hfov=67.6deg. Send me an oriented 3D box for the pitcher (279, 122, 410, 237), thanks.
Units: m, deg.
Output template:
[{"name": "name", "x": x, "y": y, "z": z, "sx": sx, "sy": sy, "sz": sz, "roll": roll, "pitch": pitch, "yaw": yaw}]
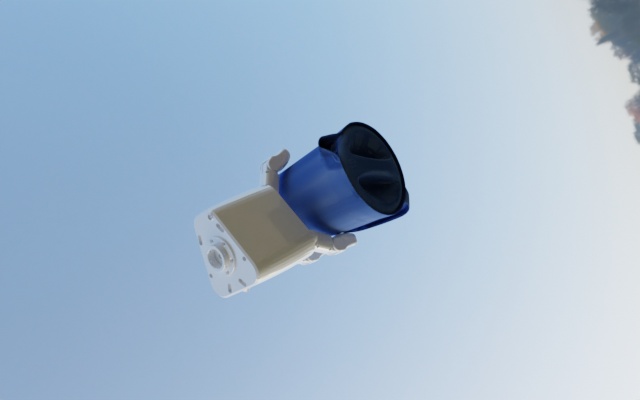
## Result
[{"name": "pitcher", "x": 0.000, "y": 0.002, "z": 0.701, "sx": 0.243, "sy": 0.149, "sz": 0.145, "roll": -27, "pitch": 1, "yaw": 39}]
